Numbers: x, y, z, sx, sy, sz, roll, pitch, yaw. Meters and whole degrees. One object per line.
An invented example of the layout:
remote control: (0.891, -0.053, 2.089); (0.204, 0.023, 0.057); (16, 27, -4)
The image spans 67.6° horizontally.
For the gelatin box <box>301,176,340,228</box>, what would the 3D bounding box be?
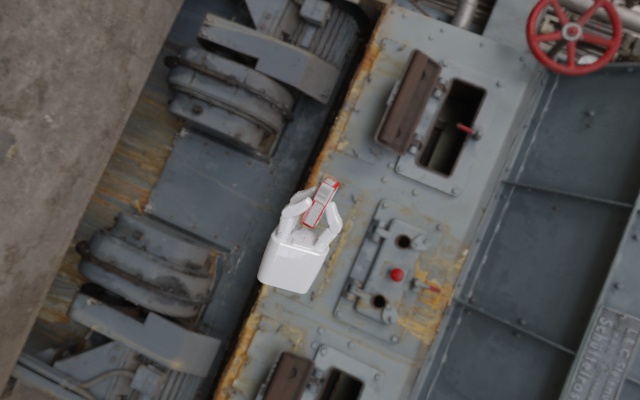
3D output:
gelatin box: (0.001, 0.003, 0.892); (0.030, 0.089, 0.073); (30, 14, 4)
